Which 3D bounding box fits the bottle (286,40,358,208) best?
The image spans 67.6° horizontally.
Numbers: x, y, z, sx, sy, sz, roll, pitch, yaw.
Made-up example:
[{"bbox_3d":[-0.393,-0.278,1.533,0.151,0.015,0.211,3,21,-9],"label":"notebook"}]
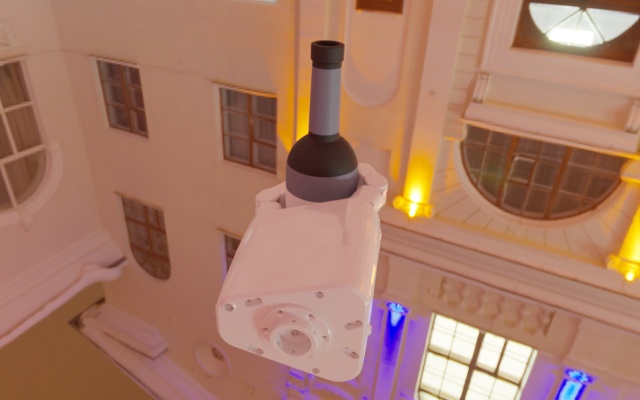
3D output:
[{"bbox_3d":[0.000,0.002,0.456,0.069,0.296,0.069,2,30,-1],"label":"bottle"}]
